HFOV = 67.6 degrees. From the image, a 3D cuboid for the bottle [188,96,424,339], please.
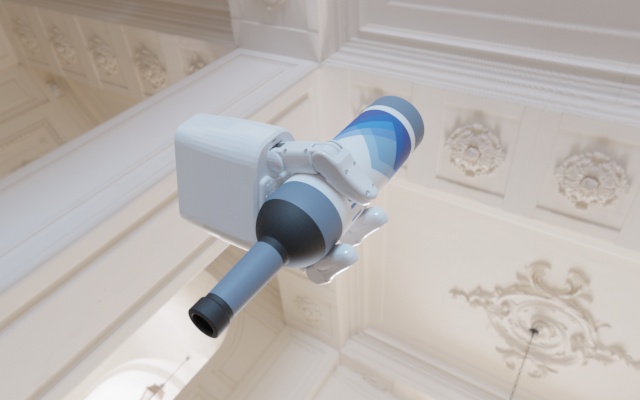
[{"bbox_3d":[0.000,0.001,0.413,0.069,0.069,0.295,0,34,41],"label":"bottle"}]
